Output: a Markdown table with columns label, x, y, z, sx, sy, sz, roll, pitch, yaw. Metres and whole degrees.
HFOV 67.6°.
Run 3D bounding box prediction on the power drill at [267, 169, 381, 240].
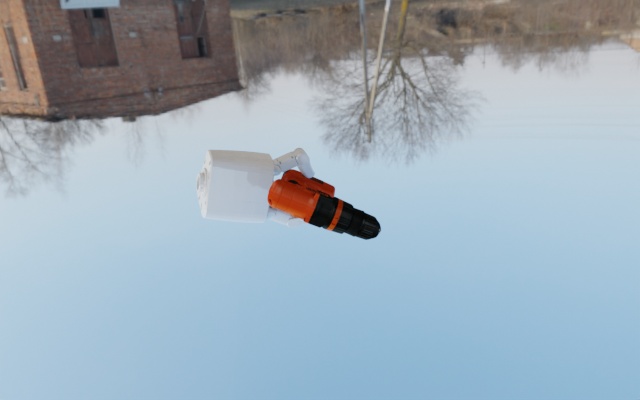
| label | x | y | z | sx | sy | sz | roll | pitch | yaw |
| --- | --- | --- | --- | --- | --- | --- | --- | --- | --- |
| power drill | 0.000 | 0.002 | 0.800 | 0.184 | 0.057 | 0.187 | 23 | 6 | -11 |
